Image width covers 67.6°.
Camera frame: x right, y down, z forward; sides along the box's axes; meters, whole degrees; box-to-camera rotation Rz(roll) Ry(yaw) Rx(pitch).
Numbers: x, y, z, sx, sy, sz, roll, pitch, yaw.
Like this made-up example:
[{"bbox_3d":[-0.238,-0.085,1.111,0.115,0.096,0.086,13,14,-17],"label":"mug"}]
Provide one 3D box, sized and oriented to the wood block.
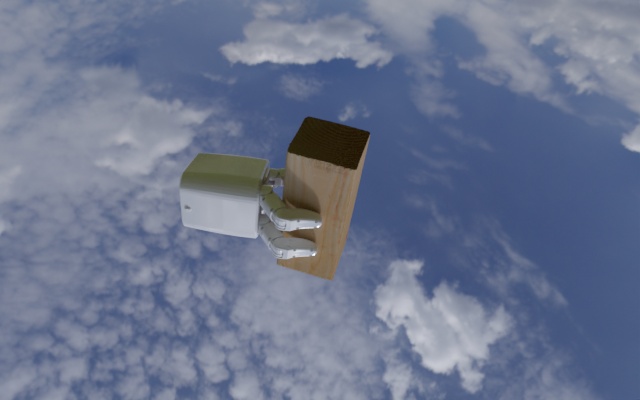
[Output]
[{"bbox_3d":[0.000,0.002,0.661,0.090,0.206,0.090,15,42,6],"label":"wood block"}]
